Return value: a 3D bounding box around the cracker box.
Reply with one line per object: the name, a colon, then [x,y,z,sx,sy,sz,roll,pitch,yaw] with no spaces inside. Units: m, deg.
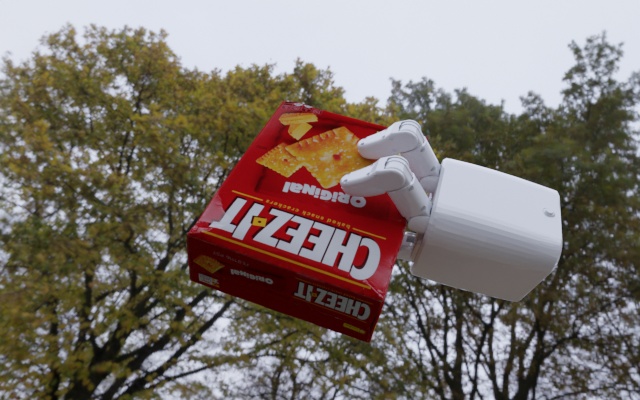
cracker box: [0.000,0.001,0.449,0.164,0.072,0.213,17,45,9]
